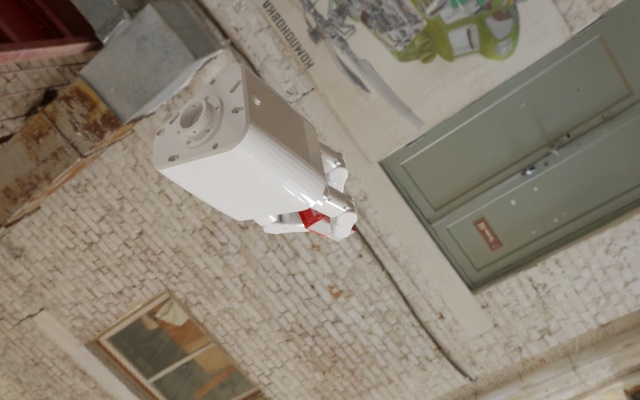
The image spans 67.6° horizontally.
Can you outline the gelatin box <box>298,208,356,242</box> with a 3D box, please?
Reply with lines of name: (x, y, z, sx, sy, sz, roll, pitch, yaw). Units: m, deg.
gelatin box: (0.000, 0.002, 0.538, 0.030, 0.073, 0.089, -30, -25, 16)
